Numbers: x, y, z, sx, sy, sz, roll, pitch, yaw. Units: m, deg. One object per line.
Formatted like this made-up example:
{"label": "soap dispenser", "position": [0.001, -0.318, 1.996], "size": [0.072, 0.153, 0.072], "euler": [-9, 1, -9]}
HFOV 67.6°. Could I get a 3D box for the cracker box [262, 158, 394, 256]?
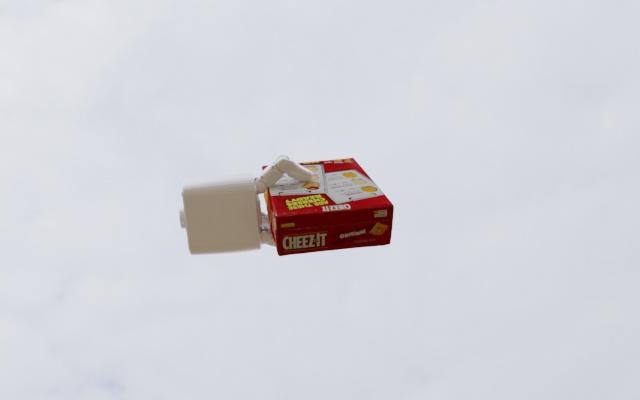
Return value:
{"label": "cracker box", "position": [0.000, 0.002, 0.740], "size": [0.164, 0.072, 0.213], "euler": [-6, 24, -10]}
